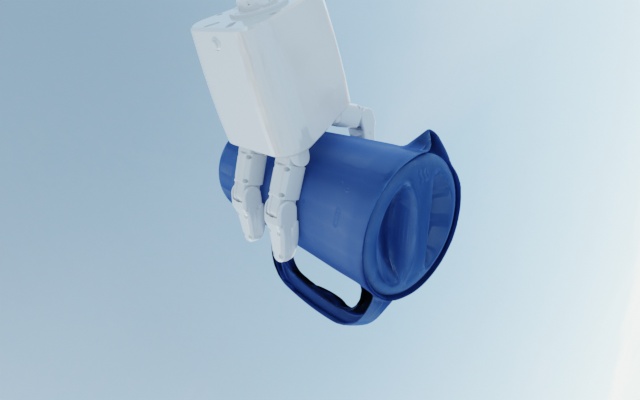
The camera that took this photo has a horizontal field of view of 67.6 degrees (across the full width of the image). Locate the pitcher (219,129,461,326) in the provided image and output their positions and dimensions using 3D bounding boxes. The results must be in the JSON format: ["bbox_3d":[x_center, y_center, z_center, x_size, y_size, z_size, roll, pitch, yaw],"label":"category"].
[{"bbox_3d":[0.000,0.001,0.479,0.149,0.145,0.242,-37,39,-28],"label":"pitcher"}]
